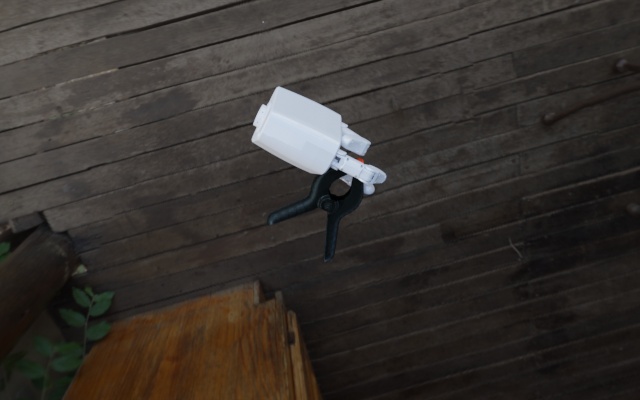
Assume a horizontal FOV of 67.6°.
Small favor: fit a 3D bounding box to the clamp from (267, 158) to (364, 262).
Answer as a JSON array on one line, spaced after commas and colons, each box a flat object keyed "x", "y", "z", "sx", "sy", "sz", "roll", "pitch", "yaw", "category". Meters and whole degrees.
[{"x": 0.000, "y": 0.002, "z": 0.721, "sx": 0.120, "sy": 0.171, "sz": 0.039, "roll": 25, "pitch": 16, "yaw": -14, "category": "clamp"}]
